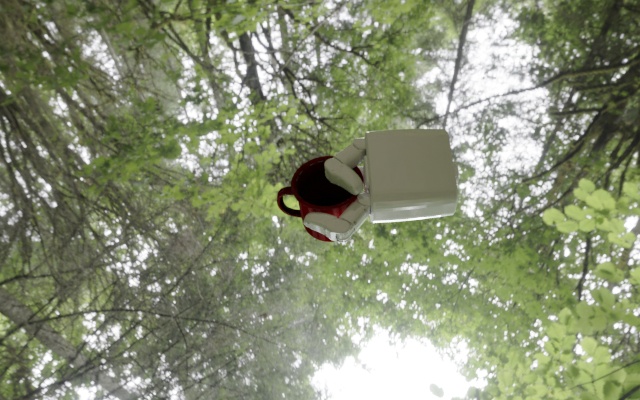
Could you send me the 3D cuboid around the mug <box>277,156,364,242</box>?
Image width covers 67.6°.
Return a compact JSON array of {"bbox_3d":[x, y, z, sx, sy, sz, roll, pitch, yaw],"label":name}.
[{"bbox_3d":[-0.001,0.002,0.638,0.117,0.093,0.082,-3,-40,4],"label":"mug"}]
